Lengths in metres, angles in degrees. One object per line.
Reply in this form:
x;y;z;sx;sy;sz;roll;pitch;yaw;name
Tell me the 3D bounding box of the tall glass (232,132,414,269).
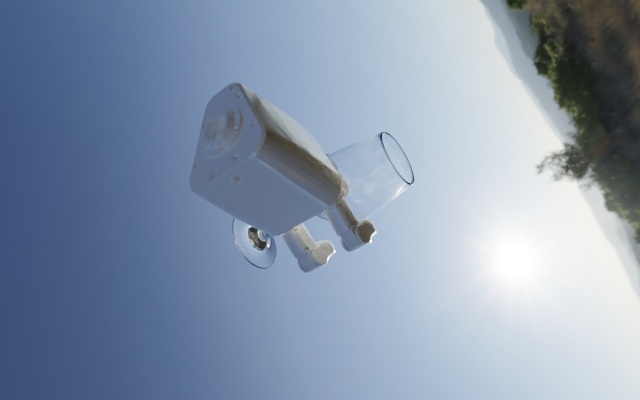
0.000;0.002;0.522;0.201;0.079;0.079;-30;-14;25;tall glass
